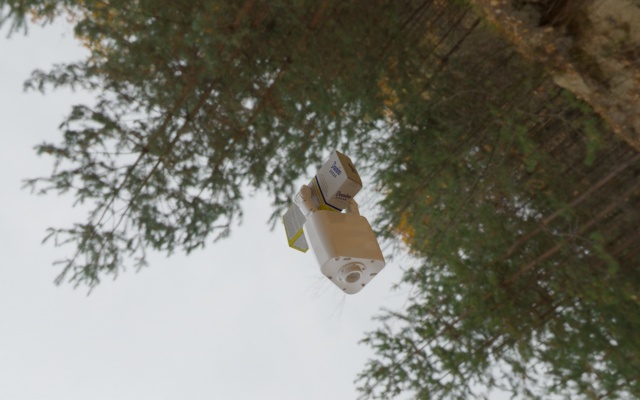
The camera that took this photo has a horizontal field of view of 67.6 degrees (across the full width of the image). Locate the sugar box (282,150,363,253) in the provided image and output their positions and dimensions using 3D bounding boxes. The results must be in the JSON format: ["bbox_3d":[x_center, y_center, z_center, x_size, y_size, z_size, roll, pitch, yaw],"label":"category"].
[{"bbox_3d":[0.001,0.003,0.876,0.048,0.176,0.093,28,26,-32],"label":"sugar box"}]
